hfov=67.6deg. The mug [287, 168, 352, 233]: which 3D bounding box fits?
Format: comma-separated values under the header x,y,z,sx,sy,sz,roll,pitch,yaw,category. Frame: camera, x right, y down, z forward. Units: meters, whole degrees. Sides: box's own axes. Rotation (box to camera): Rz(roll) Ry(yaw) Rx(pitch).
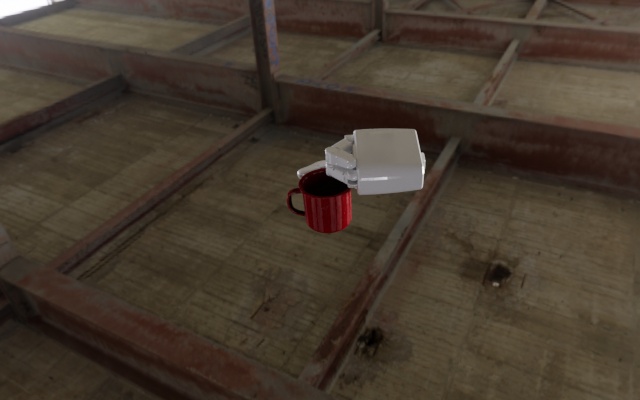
x,y,z,sx,sy,sz,roll,pitch,yaw,category
-0.001,0.003,0.822,0.117,0.082,0.093,-3,35,3,mug
